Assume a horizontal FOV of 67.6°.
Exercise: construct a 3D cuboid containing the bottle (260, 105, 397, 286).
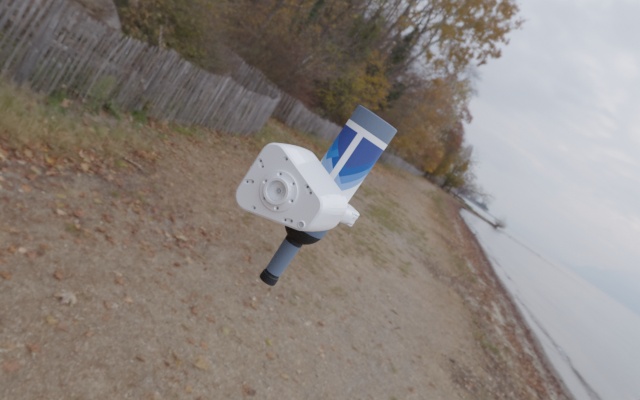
[{"bbox_3d":[0.000,0.002,0.703,0.069,0.296,0.069,33,10,-6],"label":"bottle"}]
